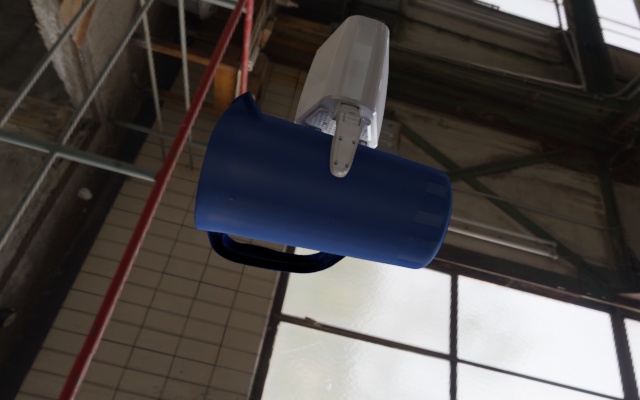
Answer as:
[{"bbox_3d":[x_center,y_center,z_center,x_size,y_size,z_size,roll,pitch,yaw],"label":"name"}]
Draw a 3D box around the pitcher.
[{"bbox_3d":[0.000,0.001,0.497,0.243,0.145,0.149,15,-19,-5],"label":"pitcher"}]
